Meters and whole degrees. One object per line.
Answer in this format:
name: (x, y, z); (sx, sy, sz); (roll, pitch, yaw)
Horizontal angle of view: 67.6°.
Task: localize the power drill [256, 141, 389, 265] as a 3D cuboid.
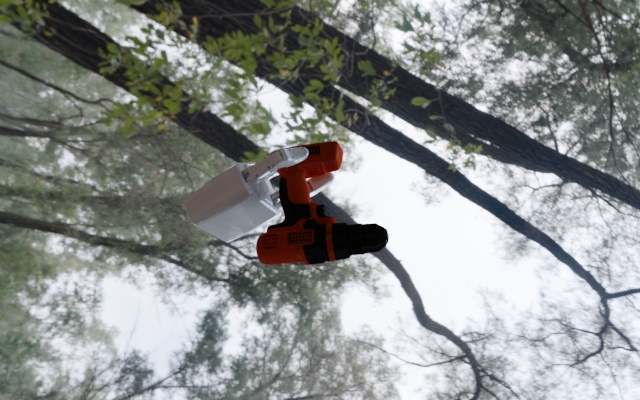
power drill: (0.000, 0.002, 0.695); (0.184, 0.187, 0.057); (-6, -35, 7)
